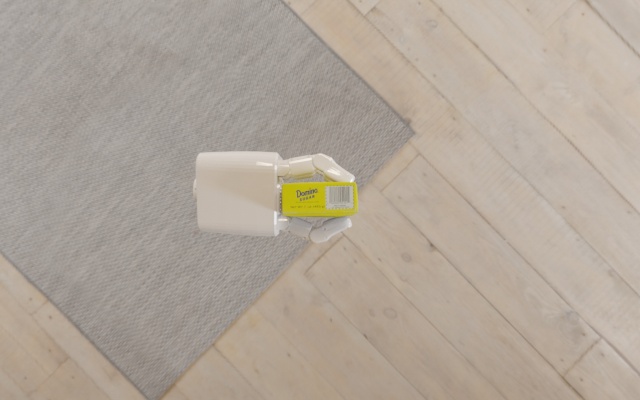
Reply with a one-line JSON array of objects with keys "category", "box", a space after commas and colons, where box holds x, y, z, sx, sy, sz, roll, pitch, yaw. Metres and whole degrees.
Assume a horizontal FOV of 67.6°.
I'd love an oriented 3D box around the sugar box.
[{"category": "sugar box", "box": [0.000, 0.002, 0.660, 0.093, 0.048, 0.176, 0, -1, 0]}]
